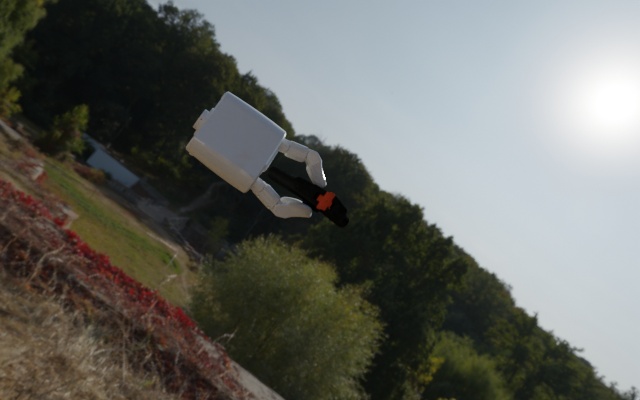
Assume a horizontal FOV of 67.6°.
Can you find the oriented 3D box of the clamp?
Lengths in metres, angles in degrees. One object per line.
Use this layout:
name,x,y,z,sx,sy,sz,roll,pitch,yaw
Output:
clamp,0.001,0.002,0.743,0.164,0.036,0.210,34,-3,-15
